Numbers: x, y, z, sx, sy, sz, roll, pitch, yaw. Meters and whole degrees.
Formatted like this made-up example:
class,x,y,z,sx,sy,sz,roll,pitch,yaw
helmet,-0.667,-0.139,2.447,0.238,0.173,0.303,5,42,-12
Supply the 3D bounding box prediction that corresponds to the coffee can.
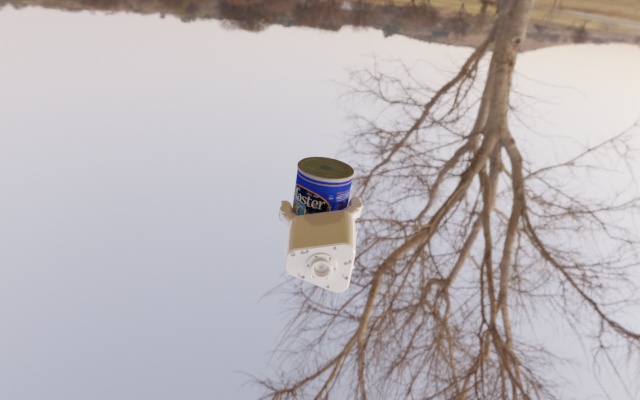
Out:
class,x,y,z,sx,sy,sz,roll,pitch,yaw
coffee can,0.000,0.003,0.878,0.103,0.140,0.102,7,25,-3
